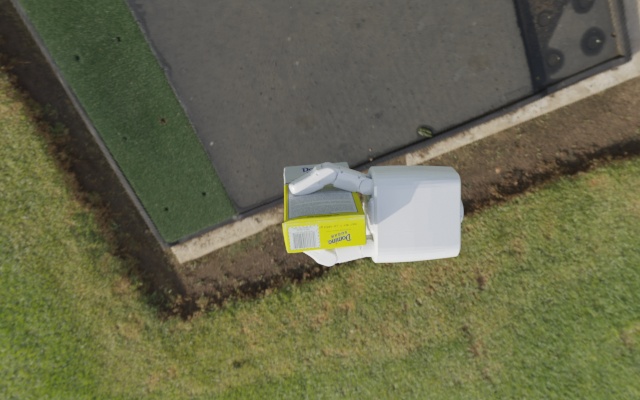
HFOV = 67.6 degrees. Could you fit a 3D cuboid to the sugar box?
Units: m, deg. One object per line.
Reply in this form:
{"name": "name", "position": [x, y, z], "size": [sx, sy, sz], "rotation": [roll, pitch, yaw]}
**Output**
{"name": "sugar box", "position": [0.000, 0.003, 0.608], "size": [0.093, 0.048, 0.176], "rotation": [-5, 22, -1]}
